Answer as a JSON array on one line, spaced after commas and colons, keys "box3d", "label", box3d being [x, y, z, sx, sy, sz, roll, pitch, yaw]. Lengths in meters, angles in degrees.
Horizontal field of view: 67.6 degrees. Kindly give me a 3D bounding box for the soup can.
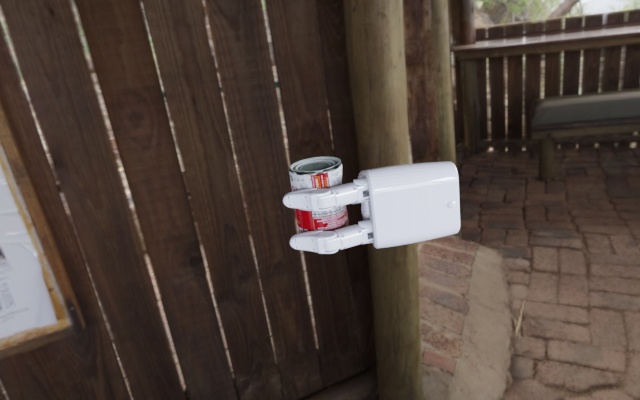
[{"box3d": [0.000, 0.002, 0.606, 0.068, 0.102, 0.068, -7, 20, 3], "label": "soup can"}]
